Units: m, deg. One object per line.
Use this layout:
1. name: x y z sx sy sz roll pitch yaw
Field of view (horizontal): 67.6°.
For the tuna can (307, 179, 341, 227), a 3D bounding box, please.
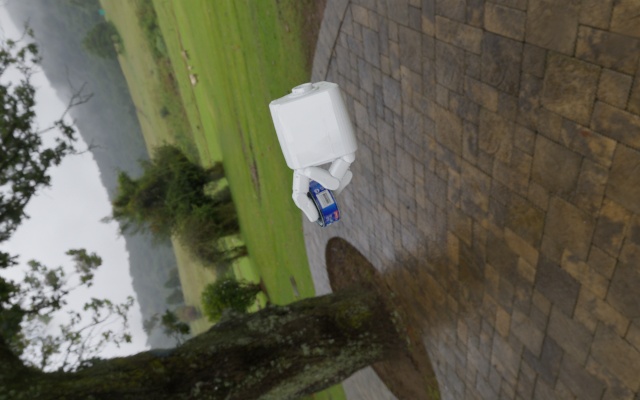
1. tuna can: 0.000 0.003 0.821 0.034 0.086 0.086 -27 6 -12
